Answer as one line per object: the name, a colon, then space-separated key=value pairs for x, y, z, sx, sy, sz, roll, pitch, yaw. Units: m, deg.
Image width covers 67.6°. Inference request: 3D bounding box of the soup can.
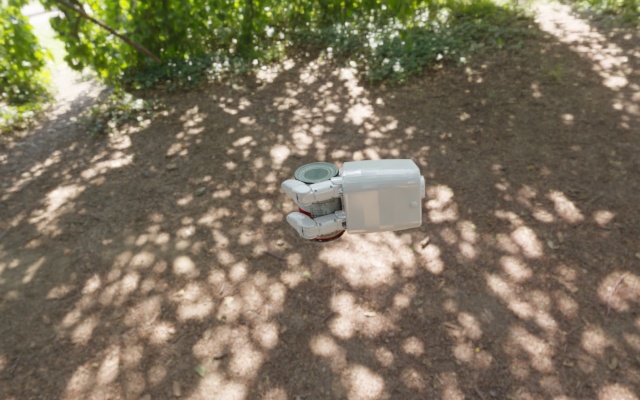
soup can: x=0.000 y=0.002 z=0.714 sx=0.068 sy=0.102 sz=0.068 roll=-6 pitch=30 yaw=3
